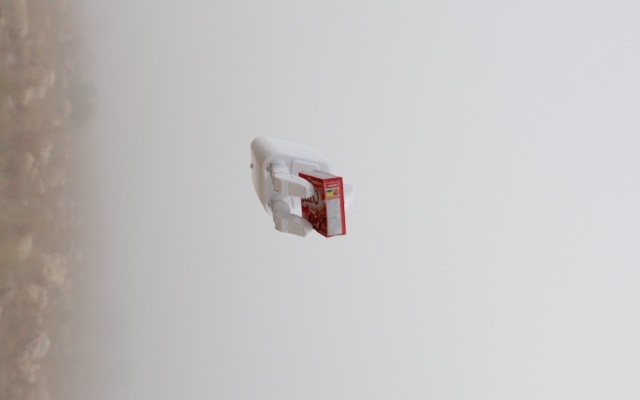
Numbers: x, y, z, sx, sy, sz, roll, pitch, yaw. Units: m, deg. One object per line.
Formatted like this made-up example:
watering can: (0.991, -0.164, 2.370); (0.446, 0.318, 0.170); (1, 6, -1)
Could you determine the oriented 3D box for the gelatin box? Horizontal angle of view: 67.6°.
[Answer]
gelatin box: (0.001, 0.002, 0.612); (0.030, 0.073, 0.089); (-9, 13, -22)
